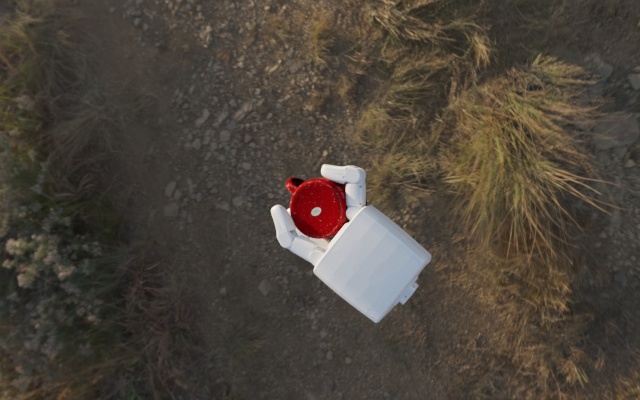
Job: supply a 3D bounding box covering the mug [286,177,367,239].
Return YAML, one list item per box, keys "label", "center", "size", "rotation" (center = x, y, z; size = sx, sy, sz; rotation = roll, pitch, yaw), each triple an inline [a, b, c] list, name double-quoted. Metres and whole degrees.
- label: "mug"
  center: [-0.001, 0.001, 0.674]
  size: [0.117, 0.093, 0.081]
  rotation: [38, 17, 17]
